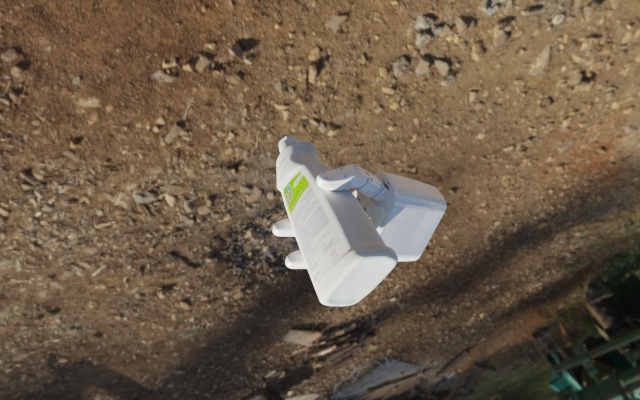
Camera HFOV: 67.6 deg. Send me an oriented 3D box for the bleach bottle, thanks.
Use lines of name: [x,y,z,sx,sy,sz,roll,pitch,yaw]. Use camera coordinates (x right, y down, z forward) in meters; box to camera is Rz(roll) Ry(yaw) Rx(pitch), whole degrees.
bleach bottle: [0.000,0.002,0.601,0.068,0.250,0.103,10,-49,-37]
